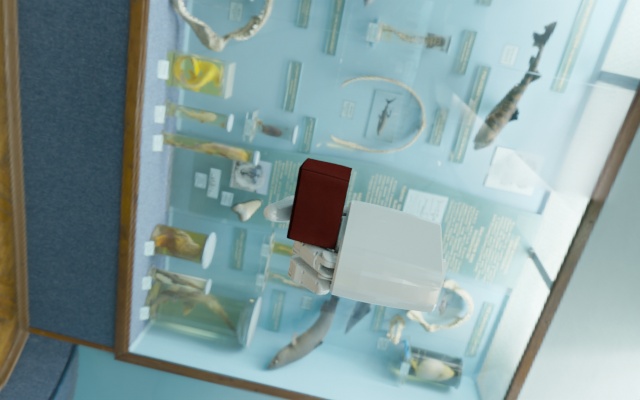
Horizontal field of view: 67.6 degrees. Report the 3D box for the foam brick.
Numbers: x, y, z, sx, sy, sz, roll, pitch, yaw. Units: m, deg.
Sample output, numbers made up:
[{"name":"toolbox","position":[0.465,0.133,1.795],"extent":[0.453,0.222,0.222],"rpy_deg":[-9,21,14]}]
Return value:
[{"name":"foam brick","position":[0.000,0.001,0.496],"extent":[0.051,0.078,0.053],"rpy_deg":[13,20,4]}]
